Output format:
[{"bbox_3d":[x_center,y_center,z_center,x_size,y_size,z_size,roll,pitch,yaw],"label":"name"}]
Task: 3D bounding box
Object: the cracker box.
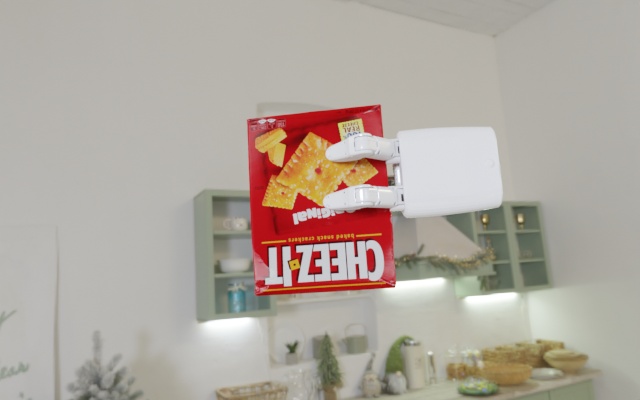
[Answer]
[{"bbox_3d":[0.000,0.002,0.573,0.164,0.213,0.072,-4,-9,5],"label":"cracker box"}]
